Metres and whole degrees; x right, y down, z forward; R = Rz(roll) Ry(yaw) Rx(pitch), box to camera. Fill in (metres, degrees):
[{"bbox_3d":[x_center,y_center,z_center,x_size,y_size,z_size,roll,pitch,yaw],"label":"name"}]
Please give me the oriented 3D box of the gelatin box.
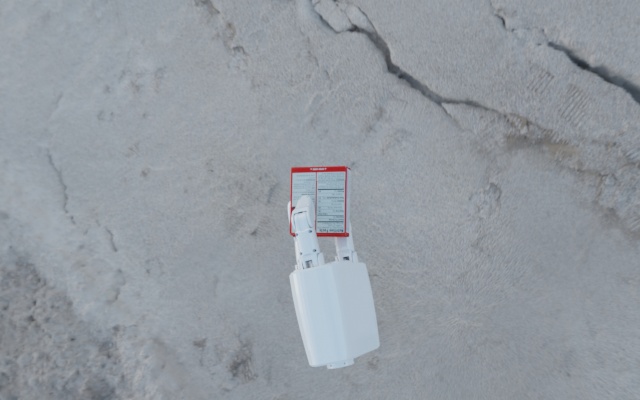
[{"bbox_3d":[0.000,0.002,0.604,0.073,0.089,0.030,-1,-6,15],"label":"gelatin box"}]
